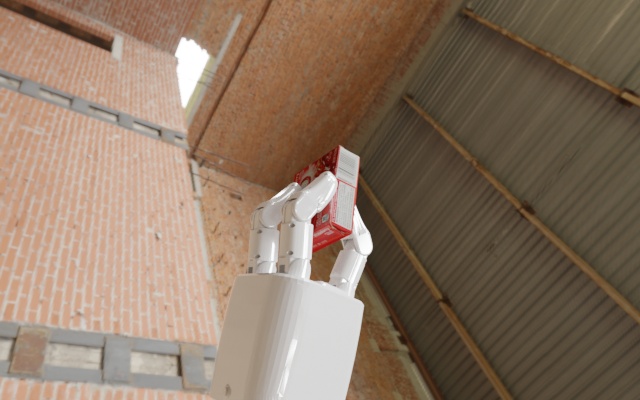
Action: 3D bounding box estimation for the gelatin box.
[{"bbox_3d":[0.000,0.001,0.457,0.030,0.089,0.073,28,-36,-28],"label":"gelatin box"}]
